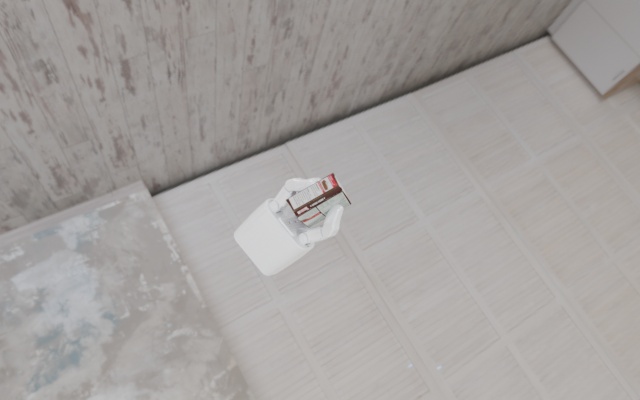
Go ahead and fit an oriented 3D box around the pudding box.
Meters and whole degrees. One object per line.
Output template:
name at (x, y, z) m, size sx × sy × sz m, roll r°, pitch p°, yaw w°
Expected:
pudding box at (0.000, 0.003, 0.806) m, size 0.090 × 0.039 × 0.113 m, roll -30°, pitch -14°, yaw 3°
